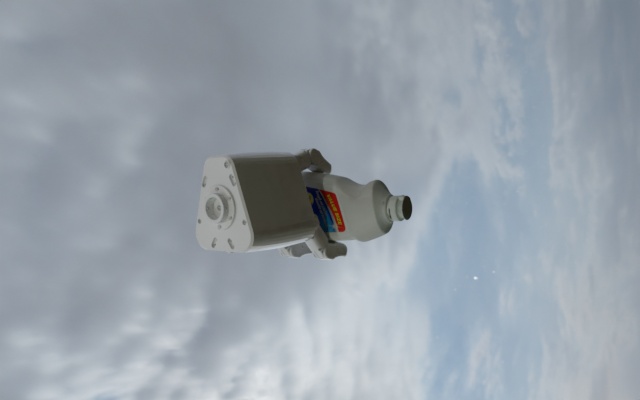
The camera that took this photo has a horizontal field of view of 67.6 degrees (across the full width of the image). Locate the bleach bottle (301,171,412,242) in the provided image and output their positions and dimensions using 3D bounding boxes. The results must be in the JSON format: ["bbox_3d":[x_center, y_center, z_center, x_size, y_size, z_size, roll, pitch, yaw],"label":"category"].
[{"bbox_3d":[0.000,0.002,0.631,0.251,0.102,0.068,-1,5,36],"label":"bleach bottle"}]
